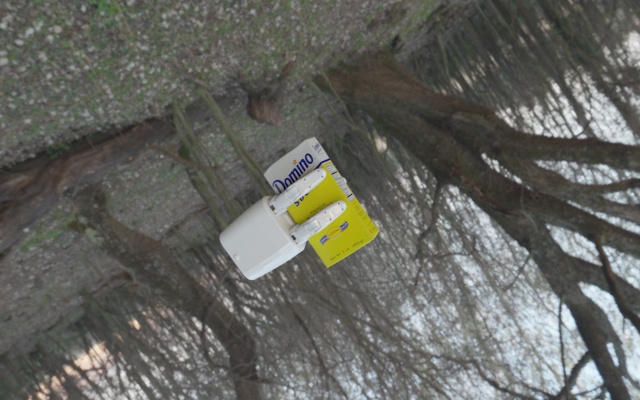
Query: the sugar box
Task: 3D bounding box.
[{"bbox_3d":[0.000,0.003,0.719,0.093,0.176,0.048,-36,1,23],"label":"sugar box"}]
